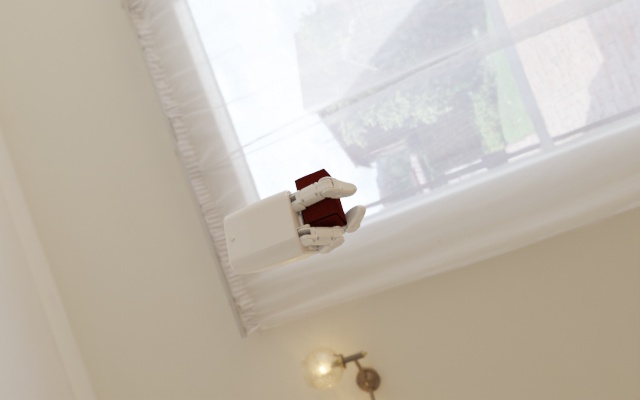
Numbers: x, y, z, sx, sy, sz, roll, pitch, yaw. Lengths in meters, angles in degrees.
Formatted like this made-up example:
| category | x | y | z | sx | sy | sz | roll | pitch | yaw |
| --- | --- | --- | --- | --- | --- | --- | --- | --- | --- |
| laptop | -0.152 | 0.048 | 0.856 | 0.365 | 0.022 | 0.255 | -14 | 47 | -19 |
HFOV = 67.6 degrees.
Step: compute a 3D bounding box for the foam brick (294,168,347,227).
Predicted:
| category | x | y | z | sx | sy | sz | roll | pitch | yaw |
| --- | --- | --- | --- | --- | --- | --- | --- | --- | --- |
| foam brick | 0.000 | 0.002 | 0.700 | 0.051 | 0.078 | 0.053 | -21 | -28 | 13 |
